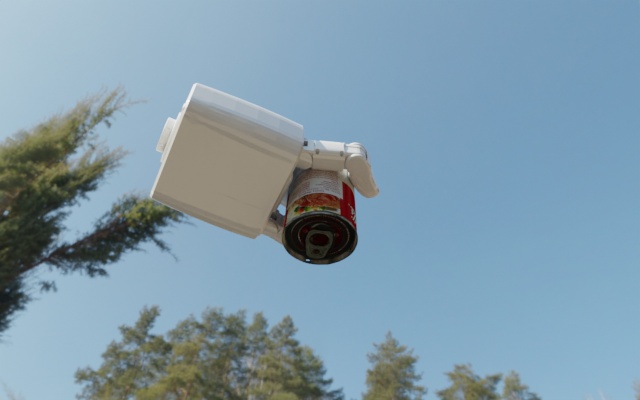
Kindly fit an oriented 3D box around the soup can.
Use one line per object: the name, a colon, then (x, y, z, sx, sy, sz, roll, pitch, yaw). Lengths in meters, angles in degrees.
soup can: (0.001, 0.001, 0.460, 0.068, 0.069, 0.102, 0, 42, 1)
